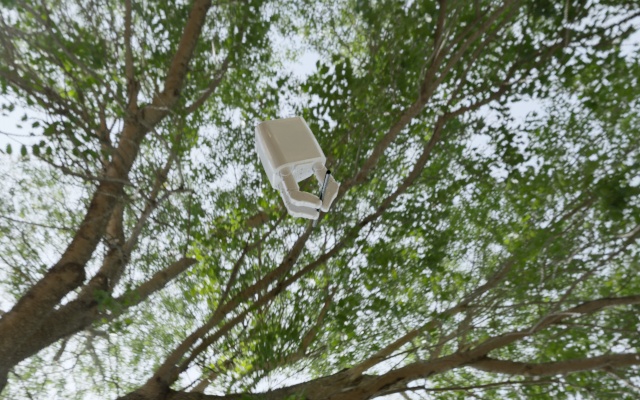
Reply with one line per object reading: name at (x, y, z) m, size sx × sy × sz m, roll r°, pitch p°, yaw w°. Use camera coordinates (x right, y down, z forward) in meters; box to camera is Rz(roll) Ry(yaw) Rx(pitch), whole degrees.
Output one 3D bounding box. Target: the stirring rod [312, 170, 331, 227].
stirring rod at (0.000, 0.003, 0.873) m, size 0.011 × 0.011 × 0.240 m, roll 0°, pitch -24°, yaw -7°
